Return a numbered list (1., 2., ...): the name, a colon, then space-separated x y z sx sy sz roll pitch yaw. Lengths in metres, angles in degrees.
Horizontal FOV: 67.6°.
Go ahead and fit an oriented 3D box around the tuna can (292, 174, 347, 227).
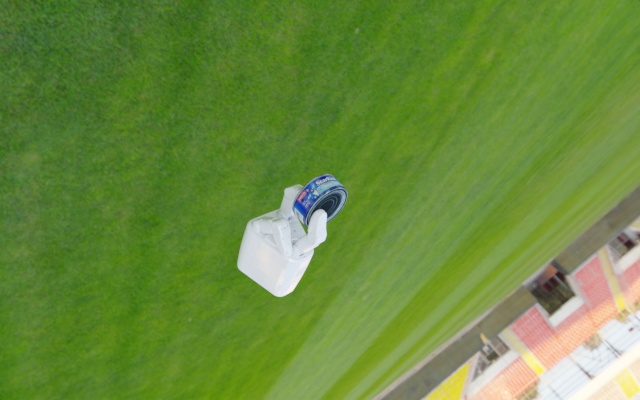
1. tuna can: 0.000 0.003 0.740 0.033 0.086 0.086 46 25 28
